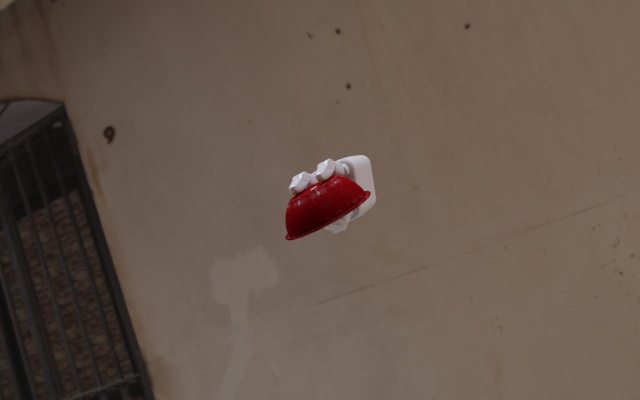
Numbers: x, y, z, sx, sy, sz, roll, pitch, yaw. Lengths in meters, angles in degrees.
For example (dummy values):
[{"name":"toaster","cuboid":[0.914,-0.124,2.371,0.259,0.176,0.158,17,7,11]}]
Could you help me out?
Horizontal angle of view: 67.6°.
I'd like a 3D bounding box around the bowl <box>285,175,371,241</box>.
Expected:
[{"name":"bowl","cuboid":[0.000,0.003,0.792,0.162,0.055,0.162,-28,8,4]}]
